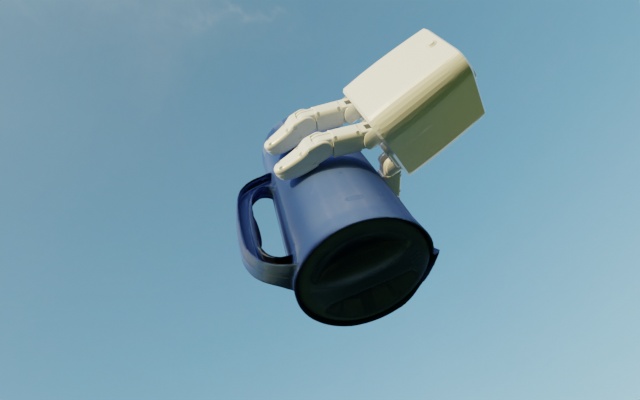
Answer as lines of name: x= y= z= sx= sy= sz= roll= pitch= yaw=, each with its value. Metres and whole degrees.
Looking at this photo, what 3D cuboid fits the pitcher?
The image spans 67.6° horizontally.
pitcher: x=0.000 y=0.002 z=0.509 sx=0.149 sy=0.145 sz=0.242 roll=44 pitch=13 yaw=-38
